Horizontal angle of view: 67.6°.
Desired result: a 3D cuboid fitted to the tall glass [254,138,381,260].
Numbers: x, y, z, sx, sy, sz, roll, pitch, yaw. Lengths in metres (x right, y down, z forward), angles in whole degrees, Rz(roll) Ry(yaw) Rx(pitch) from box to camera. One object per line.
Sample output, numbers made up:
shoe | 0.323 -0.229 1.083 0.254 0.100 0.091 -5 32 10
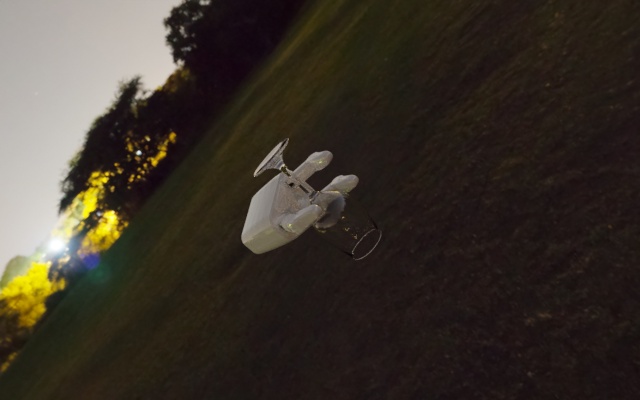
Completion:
tall glass | 0.000 0.002 0.707 0.201 0.079 0.079 42 -13 -15
